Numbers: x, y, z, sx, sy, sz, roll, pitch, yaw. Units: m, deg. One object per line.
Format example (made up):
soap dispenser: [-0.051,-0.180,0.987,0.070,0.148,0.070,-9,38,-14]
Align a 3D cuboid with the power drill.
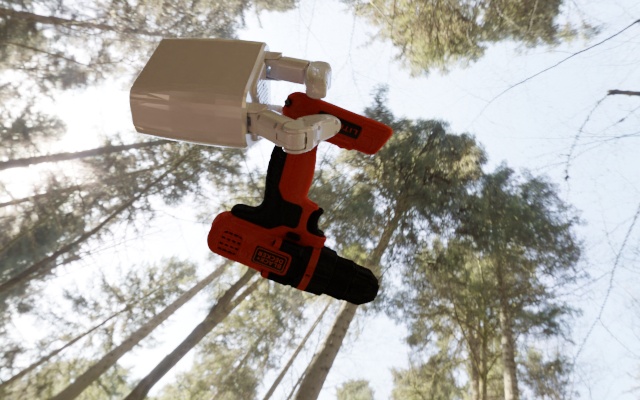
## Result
power drill: [0.000,0.001,0.473,0.184,0.188,0.057,21,11,-8]
